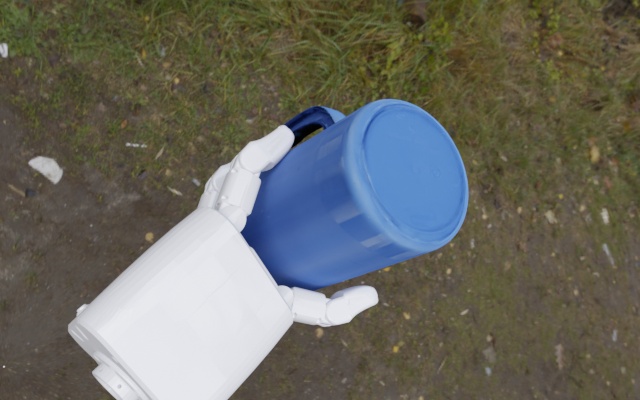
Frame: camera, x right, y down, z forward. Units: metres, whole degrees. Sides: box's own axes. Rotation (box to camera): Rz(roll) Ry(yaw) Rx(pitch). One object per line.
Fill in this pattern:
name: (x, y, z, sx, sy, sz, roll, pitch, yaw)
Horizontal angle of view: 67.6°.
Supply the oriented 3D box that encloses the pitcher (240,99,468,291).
pitcher: (0.000, 0.002, 0.412, 0.145, 0.149, 0.243, -43, 9, -35)
